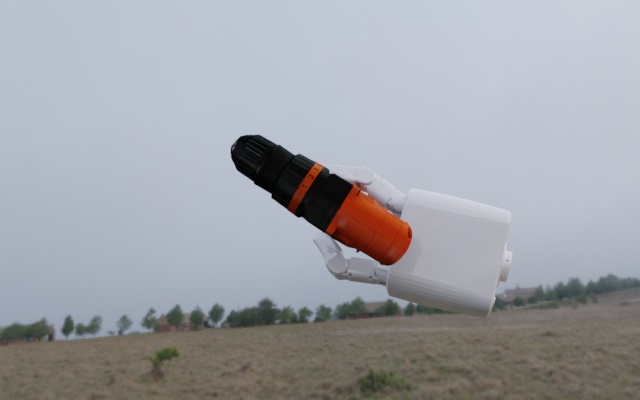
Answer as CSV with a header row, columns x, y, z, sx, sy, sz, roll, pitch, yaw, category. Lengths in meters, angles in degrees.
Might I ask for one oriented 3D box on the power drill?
x,y,z,sx,sy,sz,roll,pitch,yaw,category
0.000,0.002,0.503,0.184,0.057,0.187,34,-1,3,power drill
